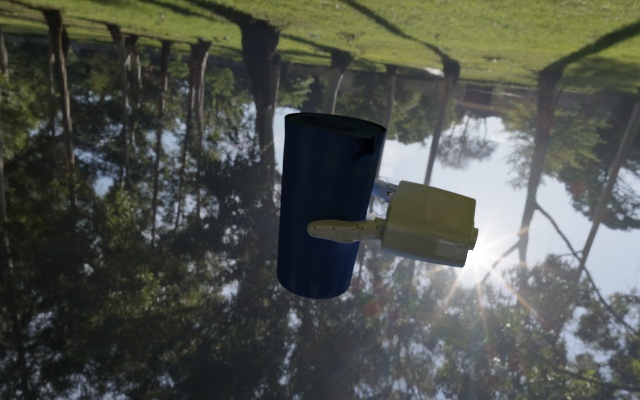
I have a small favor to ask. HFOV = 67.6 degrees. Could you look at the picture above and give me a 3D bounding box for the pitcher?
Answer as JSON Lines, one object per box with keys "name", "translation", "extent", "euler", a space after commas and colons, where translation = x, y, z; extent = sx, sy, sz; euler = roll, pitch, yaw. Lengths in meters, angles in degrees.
{"name": "pitcher", "translation": [0.000, 0.002, 0.661], "extent": [0.145, 0.243, 0.149], "euler": [12, 19, 11]}
